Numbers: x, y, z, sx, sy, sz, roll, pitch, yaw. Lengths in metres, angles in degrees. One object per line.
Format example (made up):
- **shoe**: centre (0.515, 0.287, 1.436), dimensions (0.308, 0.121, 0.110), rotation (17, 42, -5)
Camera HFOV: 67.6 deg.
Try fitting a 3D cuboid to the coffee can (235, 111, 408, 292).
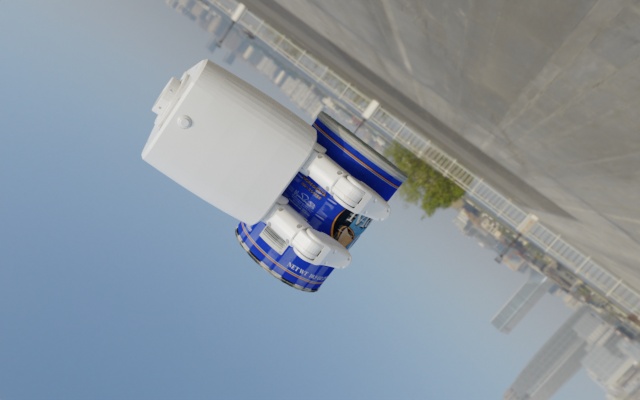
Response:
- **coffee can**: centre (0.000, 0.001, 0.459), dimensions (0.103, 0.140, 0.102), rotation (36, 10, -7)
